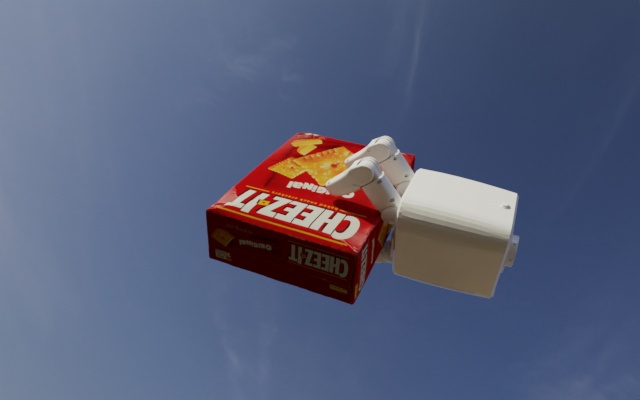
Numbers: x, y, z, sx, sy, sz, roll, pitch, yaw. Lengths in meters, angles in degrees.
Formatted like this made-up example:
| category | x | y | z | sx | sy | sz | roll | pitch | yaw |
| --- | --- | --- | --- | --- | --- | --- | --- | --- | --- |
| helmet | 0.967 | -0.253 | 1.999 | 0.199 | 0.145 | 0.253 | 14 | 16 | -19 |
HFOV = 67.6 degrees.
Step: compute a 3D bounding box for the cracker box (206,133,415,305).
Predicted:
| category | x | y | z | sx | sy | sz | roll | pitch | yaw |
| --- | --- | --- | --- | --- | --- | --- | --- | --- | --- |
| cracker box | 0.000 | 0.002 | 0.540 | 0.164 | 0.072 | 0.213 | 14 | 34 | 19 |
